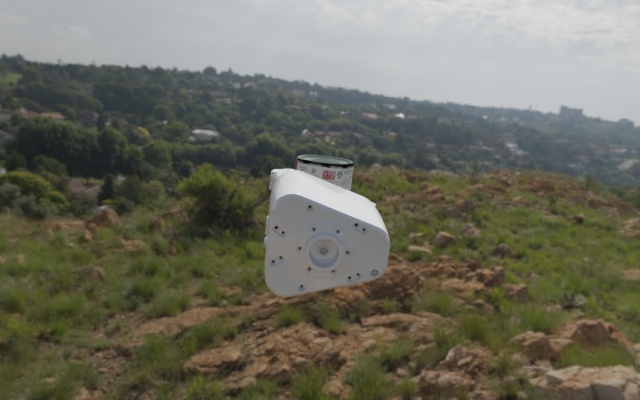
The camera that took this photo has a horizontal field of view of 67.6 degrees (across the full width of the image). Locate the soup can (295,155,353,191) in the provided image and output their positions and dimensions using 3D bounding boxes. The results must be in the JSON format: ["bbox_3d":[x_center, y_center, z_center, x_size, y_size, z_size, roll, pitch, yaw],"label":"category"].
[{"bbox_3d":[0.000,0.001,0.559,0.068,0.102,0.068,6,12,-1],"label":"soup can"}]
